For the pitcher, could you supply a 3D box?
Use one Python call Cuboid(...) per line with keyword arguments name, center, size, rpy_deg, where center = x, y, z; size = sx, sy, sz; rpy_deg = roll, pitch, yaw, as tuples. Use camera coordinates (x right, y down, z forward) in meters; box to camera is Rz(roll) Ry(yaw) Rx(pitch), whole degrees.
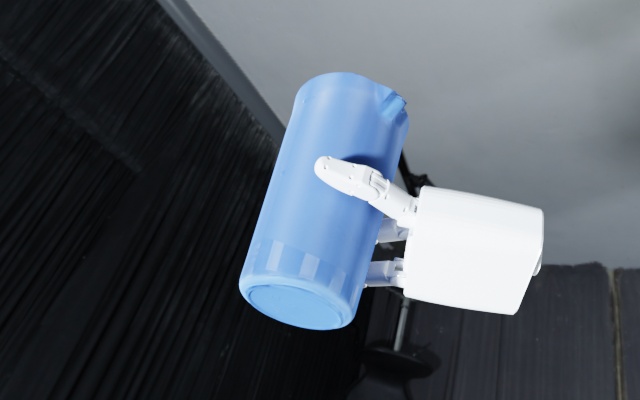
Cuboid(name="pitcher", center=(0.000, 0.002, 0.493), size=(0.145, 0.242, 0.149), rpy_deg=(10, -32, 11))
